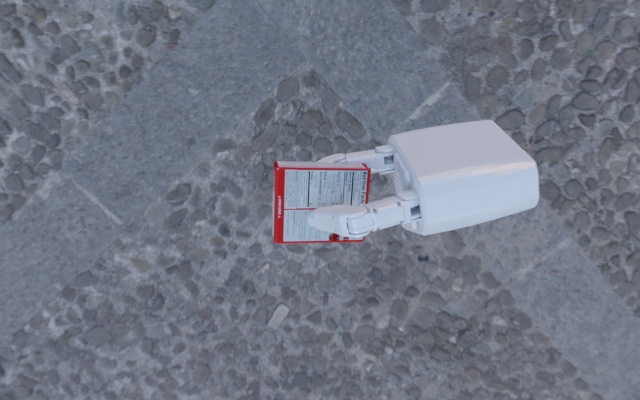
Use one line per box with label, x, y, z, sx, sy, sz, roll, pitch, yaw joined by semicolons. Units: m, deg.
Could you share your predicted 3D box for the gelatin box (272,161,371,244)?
gelatin box;0.000;0.002;0.448;0.089;0.073;0.030;-1;18;-11
